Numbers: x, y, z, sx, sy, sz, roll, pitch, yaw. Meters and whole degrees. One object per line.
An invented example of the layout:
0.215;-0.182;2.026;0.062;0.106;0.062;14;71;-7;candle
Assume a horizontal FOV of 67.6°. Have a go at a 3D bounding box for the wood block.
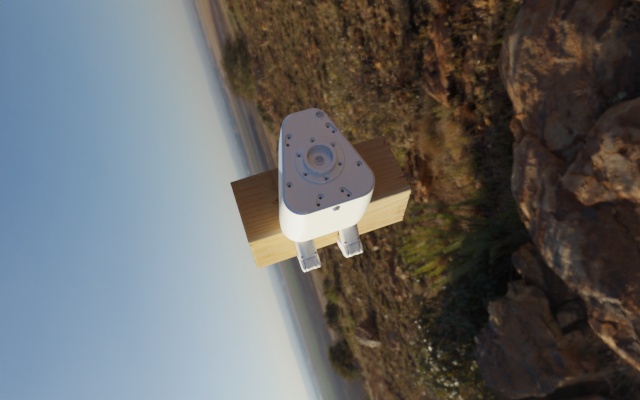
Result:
0.000;0.002;0.621;0.206;0.090;0.090;-18;-28;-9;wood block
